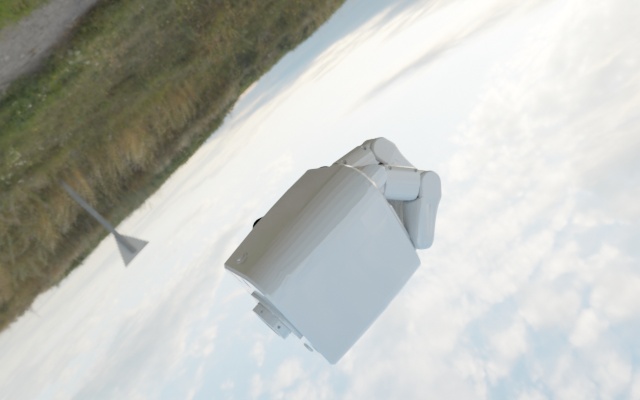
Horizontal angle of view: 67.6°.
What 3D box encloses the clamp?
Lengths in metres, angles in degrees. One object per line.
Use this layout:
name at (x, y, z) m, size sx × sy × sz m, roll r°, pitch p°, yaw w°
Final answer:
clamp at (0.001, 0.002, 0.467) m, size 0.120 × 0.039 × 0.171 m, roll -45°, pitch 15°, yaw -18°
